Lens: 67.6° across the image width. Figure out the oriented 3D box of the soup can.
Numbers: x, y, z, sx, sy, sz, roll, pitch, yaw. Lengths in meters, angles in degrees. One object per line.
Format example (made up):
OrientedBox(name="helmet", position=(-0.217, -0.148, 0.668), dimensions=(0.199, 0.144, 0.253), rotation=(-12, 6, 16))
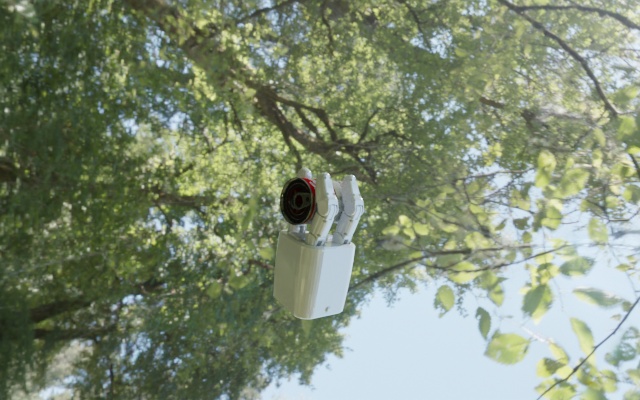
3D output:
OrientedBox(name="soup can", position=(0.000, 0.002, 0.709), dimensions=(0.102, 0.068, 0.068), rotation=(2, -1, -45))
